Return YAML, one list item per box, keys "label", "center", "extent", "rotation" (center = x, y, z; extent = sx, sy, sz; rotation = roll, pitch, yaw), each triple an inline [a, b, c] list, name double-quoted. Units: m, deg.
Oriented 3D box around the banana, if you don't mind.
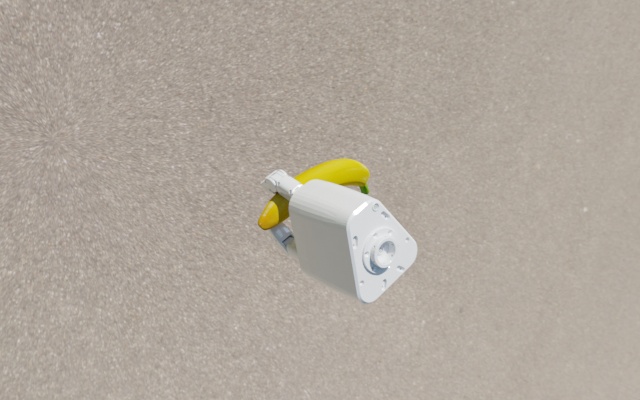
- label: "banana"
  center: [0.003, -0.016, 0.628]
  extent: [0.198, 0.070, 0.037]
  rotation: [-17, 27, -37]
